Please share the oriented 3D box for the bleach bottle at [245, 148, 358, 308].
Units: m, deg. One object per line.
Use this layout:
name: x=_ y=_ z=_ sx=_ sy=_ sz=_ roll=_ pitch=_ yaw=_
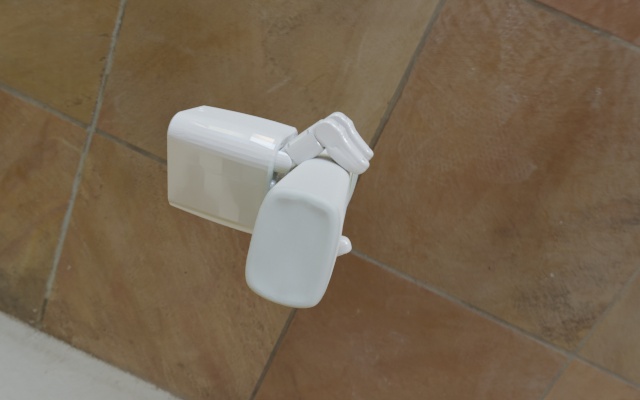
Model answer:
bleach bottle: x=0.000 y=0.002 z=0.480 sx=0.068 sy=0.102 sz=0.250 roll=17 pitch=19 yaw=5
